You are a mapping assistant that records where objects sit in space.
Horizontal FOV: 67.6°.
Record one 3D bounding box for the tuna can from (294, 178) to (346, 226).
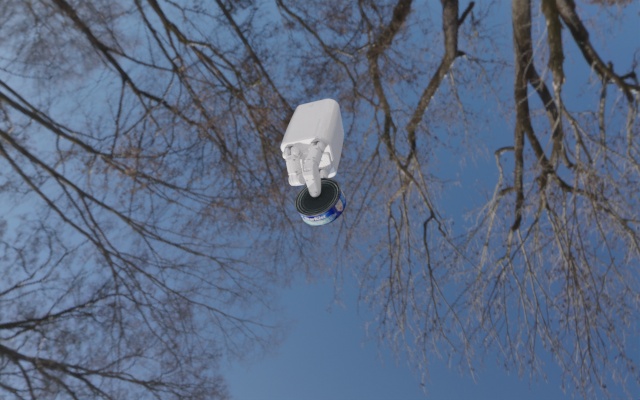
[{"bbox_3d":[0.000,0.003,0.832,0.086,0.086,0.034,0,-40,30],"label":"tuna can"}]
